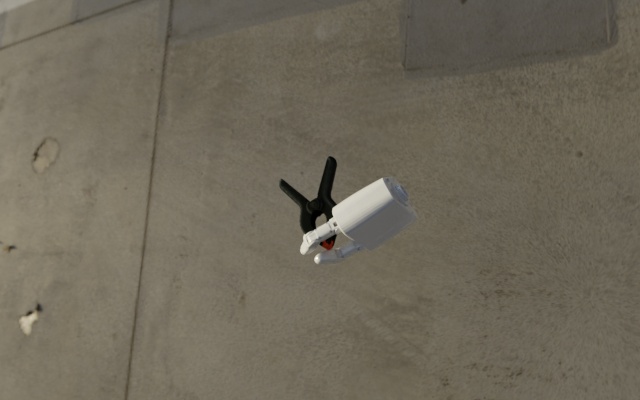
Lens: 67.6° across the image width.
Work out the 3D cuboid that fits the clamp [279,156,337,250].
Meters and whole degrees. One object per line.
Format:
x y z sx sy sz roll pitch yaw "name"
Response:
0.000 0.003 0.871 0.120 0.171 0.039 -34 -25 19 "clamp"
